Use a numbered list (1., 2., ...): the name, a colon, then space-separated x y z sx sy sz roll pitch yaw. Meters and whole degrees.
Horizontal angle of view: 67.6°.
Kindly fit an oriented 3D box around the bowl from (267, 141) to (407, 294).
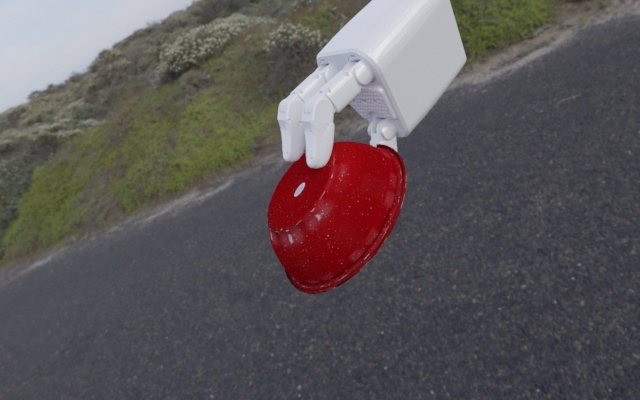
1. bowl: -0.001 0.002 0.443 0.055 0.162 0.162 34 -18 -29
